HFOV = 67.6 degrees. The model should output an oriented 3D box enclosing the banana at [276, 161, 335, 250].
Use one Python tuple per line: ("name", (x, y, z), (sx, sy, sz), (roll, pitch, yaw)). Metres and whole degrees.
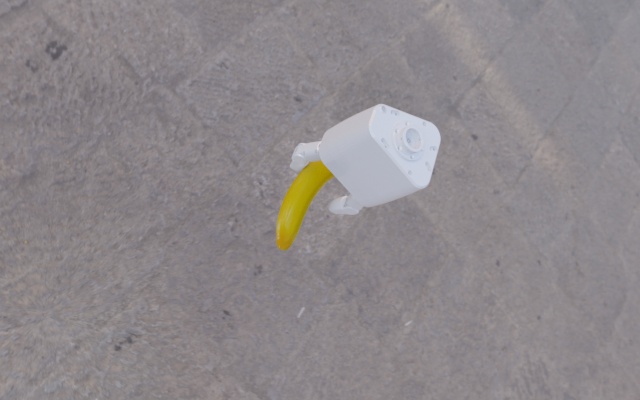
("banana", (-0.009, -0.014, 0.685), (0.197, 0.069, 0.037), (-44, 16, -33))
